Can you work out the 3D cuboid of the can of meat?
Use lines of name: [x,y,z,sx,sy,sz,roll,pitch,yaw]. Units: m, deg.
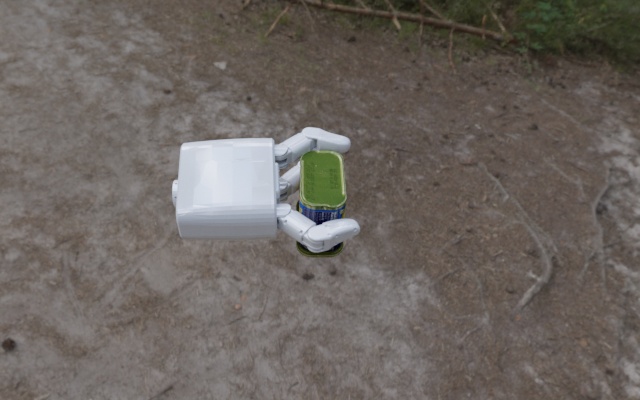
can of meat: [0.000,0.002,0.565,0.057,0.084,0.102,1,45,-3]
